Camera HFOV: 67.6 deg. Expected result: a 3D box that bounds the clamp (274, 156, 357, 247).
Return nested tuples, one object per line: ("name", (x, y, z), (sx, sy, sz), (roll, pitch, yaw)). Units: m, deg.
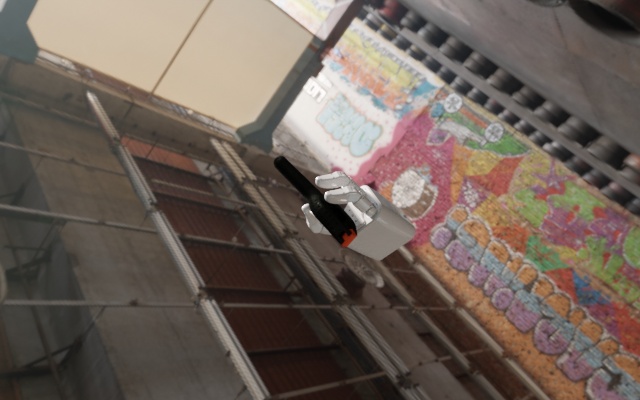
("clamp", (0.000, 0.004, 0.836), (0.165, 0.036, 0.209), (31, 16, -33))
